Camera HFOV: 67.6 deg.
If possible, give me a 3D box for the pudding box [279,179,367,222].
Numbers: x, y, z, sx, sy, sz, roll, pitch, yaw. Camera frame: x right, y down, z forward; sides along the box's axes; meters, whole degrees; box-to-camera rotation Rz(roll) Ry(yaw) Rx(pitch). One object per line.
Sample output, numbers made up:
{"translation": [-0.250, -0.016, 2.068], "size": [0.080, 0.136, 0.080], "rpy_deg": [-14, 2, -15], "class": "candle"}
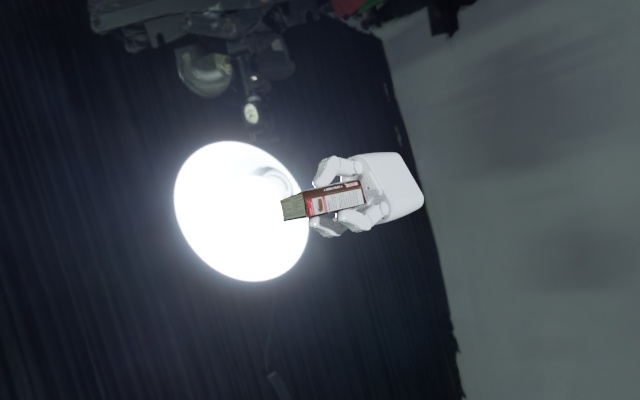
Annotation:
{"translation": [0.000, 0.002, 0.673], "size": [0.090, 0.039, 0.113], "rpy_deg": [-13, -3, -21], "class": "pudding box"}
